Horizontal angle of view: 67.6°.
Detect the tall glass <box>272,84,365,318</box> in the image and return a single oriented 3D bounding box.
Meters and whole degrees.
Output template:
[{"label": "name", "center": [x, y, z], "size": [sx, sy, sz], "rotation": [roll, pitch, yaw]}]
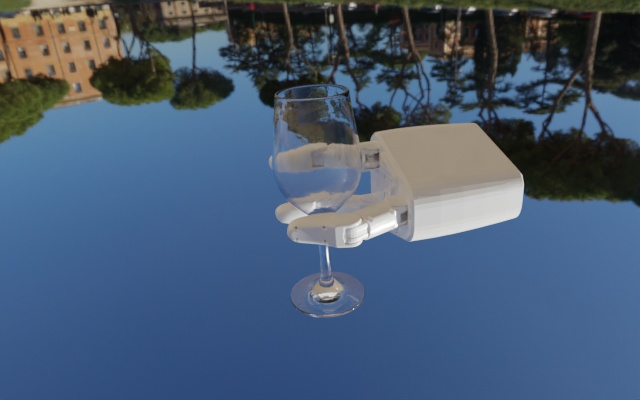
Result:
[{"label": "tall glass", "center": [0.000, 0.002, 0.430], "size": [0.079, 0.201, 0.079], "rotation": [-4, 24, 2]}]
